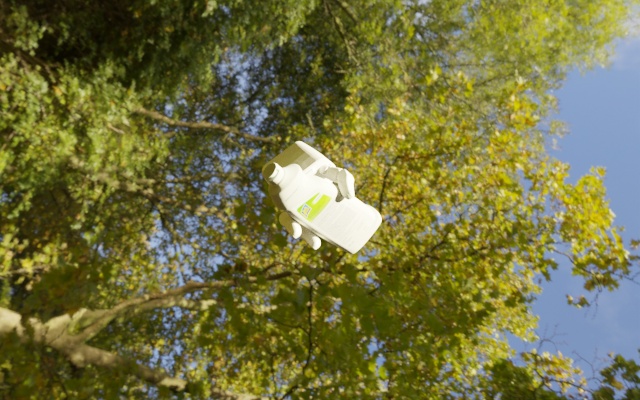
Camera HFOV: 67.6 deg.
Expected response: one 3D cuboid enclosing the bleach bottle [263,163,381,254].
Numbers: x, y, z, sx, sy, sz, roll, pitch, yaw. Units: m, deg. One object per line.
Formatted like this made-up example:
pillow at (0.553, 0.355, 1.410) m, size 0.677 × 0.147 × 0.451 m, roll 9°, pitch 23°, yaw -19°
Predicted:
bleach bottle at (0.000, 0.003, 0.838) m, size 0.251 × 0.102 × 0.068 m, roll 37°, pitch 2°, yaw -41°
